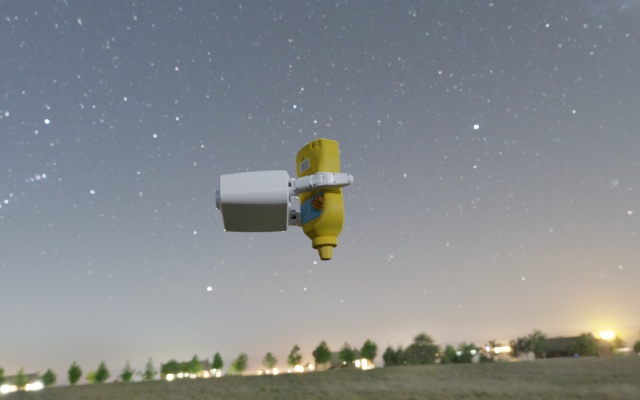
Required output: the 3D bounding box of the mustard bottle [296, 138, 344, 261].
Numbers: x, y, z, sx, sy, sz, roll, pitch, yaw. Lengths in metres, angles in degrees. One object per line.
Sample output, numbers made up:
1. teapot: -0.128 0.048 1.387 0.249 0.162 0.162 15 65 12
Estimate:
1. mustard bottle: 0.000 0.002 0.780 0.058 0.191 0.096 7 -22 -31
